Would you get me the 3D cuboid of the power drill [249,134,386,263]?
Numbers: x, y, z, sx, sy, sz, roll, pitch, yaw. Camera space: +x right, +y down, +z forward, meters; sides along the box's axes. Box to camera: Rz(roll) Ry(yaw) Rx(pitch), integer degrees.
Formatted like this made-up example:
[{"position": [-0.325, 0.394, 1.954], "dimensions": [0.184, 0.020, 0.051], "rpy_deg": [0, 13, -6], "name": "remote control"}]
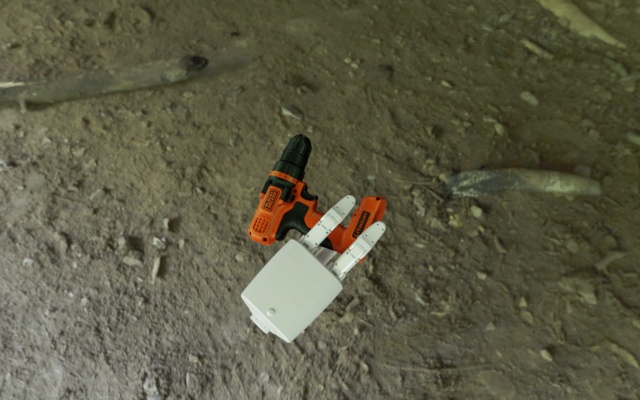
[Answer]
[{"position": [0.000, 0.003, 0.729], "dimensions": [0.187, 0.184, 0.057], "rpy_deg": [20, -8, 19], "name": "power drill"}]
